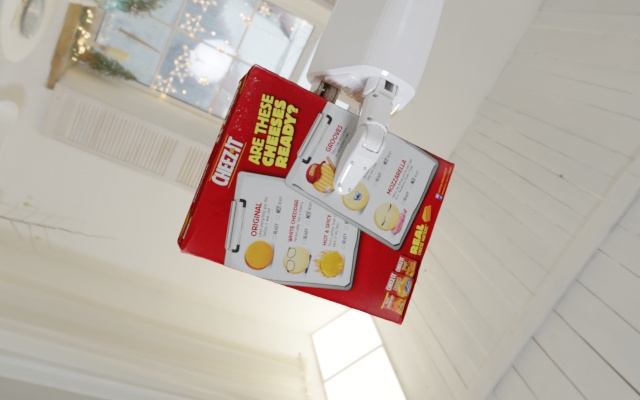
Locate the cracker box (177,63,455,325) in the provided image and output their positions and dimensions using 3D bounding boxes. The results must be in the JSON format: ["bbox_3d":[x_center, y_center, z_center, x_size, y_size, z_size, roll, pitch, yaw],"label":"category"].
[{"bbox_3d":[0.000,0.002,0.441,0.214,0.164,0.072,22,-7,-19],"label":"cracker box"}]
